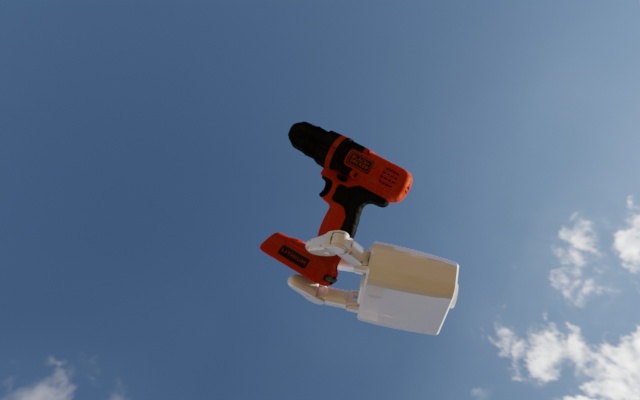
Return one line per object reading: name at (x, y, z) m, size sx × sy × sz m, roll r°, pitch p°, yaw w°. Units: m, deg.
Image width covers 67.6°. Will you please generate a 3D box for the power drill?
power drill at (0.000, 0.003, 0.627) m, size 0.184 × 0.187 × 0.057 m, roll 29°, pitch -3°, yaw 21°
